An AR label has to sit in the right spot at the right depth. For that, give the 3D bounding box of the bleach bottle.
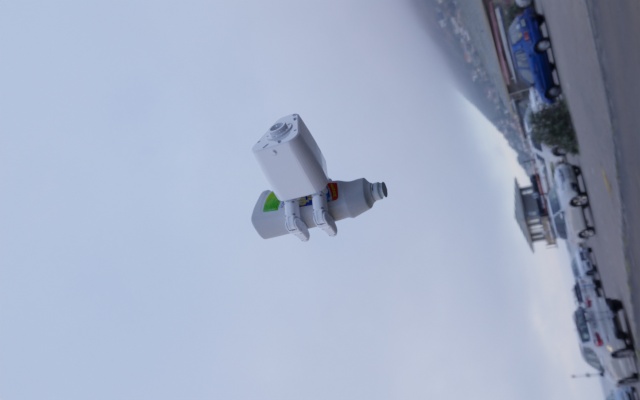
[{"bbox_3d":[0.000,0.003,0.866,0.251,0.068,0.102,-14,34,25],"label":"bleach bottle"}]
